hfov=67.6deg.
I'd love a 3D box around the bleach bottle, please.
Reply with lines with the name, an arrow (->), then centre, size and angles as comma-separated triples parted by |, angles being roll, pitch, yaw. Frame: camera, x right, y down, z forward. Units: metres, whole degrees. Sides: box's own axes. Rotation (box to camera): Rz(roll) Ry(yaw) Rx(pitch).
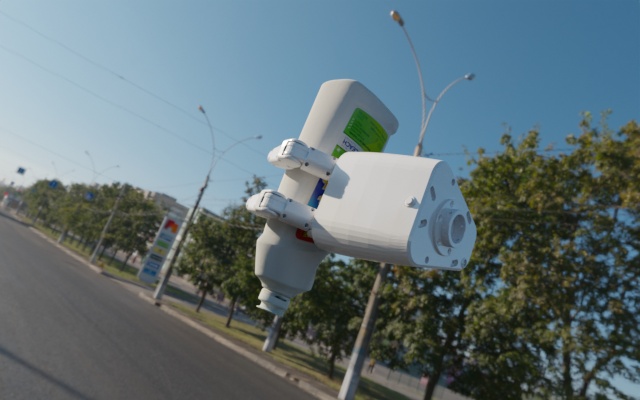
bleach bottle -> 0.000, 0.002, 0.510 | 0.068, 0.250, 0.103 | 8, -19, 44
